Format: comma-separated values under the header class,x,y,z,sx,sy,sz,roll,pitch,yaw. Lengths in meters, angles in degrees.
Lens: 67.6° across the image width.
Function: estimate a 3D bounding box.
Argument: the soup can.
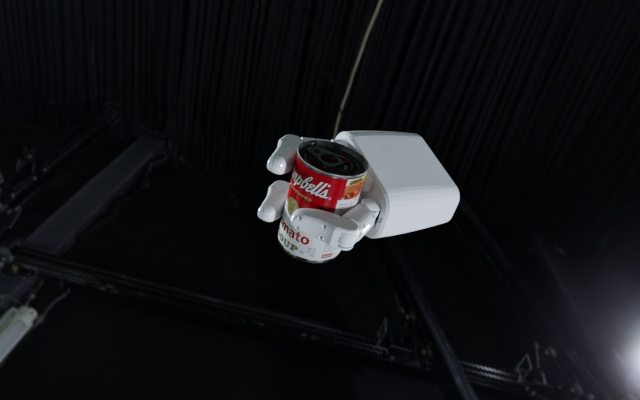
class,x,y,z,sx,sy,sz,roll,pitch,yaw
soup can,0.000,0.002,0.465,0.068,0.102,0.068,12,31,-7
